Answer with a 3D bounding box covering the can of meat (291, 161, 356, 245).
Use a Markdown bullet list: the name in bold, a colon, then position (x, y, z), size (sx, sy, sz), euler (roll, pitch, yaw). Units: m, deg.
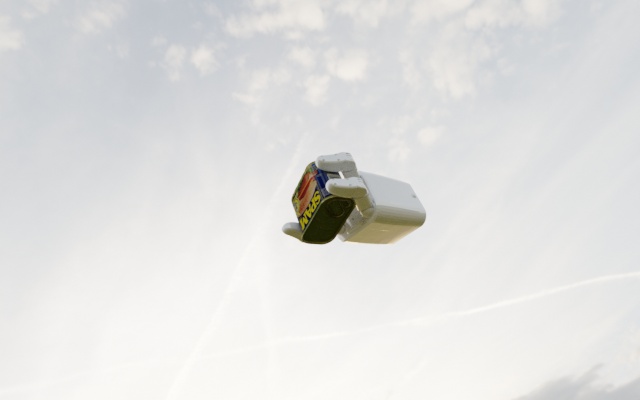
- **can of meat**: position (0.000, 0.002, 0.725), size (0.057, 0.084, 0.102), euler (6, -48, -29)
